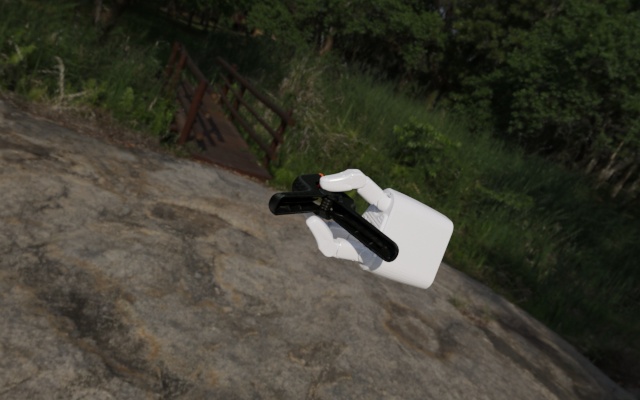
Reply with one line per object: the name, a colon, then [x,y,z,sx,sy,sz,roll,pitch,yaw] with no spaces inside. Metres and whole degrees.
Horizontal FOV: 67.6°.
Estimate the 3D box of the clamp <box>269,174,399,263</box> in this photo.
clamp: [0.001,0.001,0.624,0.164,0.036,0.210,23,14,-20]
